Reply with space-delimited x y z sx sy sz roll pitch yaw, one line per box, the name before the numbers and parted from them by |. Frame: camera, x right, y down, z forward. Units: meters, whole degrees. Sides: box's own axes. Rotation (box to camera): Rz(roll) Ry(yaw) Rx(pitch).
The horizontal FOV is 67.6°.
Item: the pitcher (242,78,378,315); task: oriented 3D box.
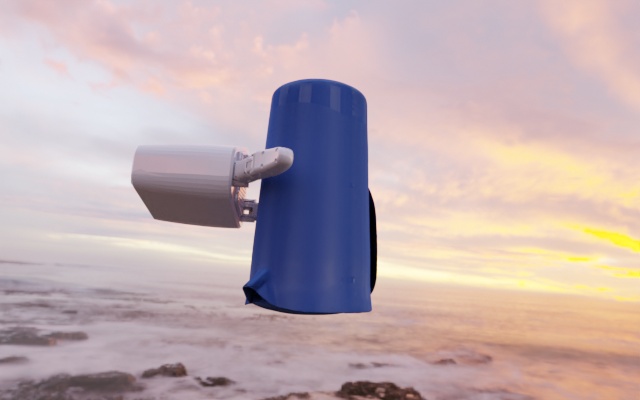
pitcher | 0.000 0.002 0.526 0.145 0.242 0.149 3 -9 0
